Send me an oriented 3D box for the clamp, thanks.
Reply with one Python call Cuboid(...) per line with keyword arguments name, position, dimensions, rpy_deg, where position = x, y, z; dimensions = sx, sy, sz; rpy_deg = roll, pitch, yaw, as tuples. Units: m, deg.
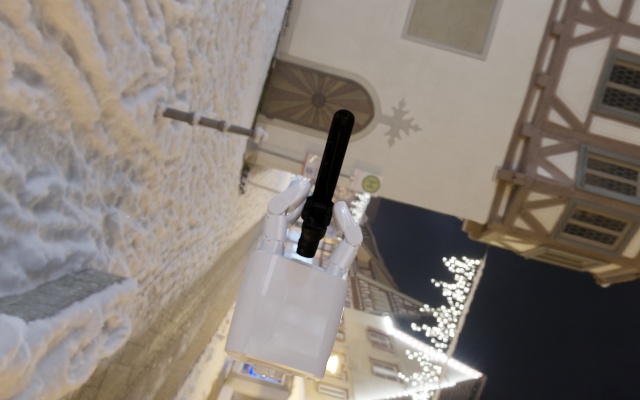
Cuboid(name="clamp", position=(0.001, 0.003, 0.577), dimensions=(0.036, 0.164, 0.210), rpy_deg=(17, -24, 0))
